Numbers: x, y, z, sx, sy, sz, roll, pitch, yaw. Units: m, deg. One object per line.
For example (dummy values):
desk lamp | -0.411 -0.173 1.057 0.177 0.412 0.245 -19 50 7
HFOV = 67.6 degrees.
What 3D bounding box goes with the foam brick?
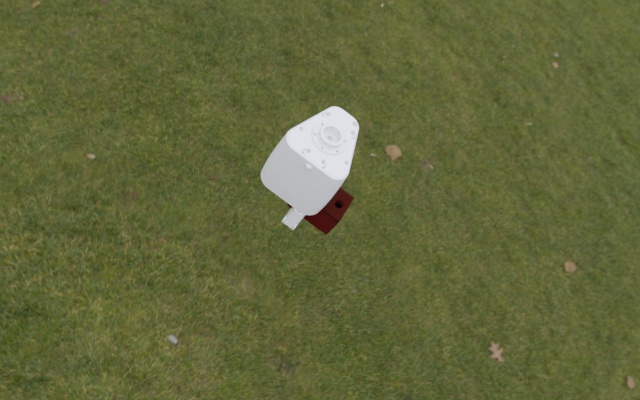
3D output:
foam brick | 0.000 0.002 0.715 0.078 0.053 0.051 37 -35 -4
